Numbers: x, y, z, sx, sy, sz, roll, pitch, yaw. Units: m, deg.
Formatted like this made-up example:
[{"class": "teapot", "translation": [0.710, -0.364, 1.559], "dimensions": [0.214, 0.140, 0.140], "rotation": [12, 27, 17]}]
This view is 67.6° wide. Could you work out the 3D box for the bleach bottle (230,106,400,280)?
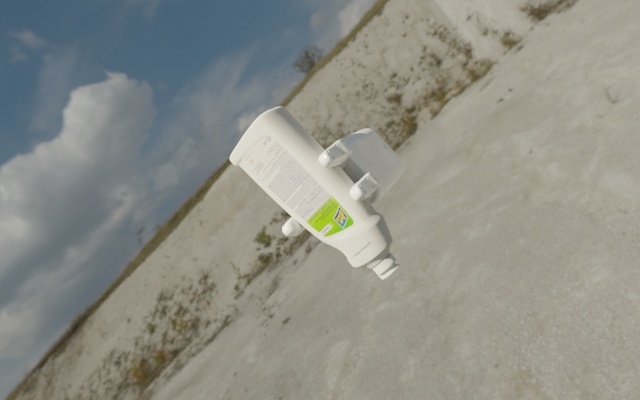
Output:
[{"class": "bleach bottle", "translation": [0.000, 0.002, 0.613], "dimensions": [0.103, 0.251, 0.068], "rotation": [-46, -5, 39]}]
